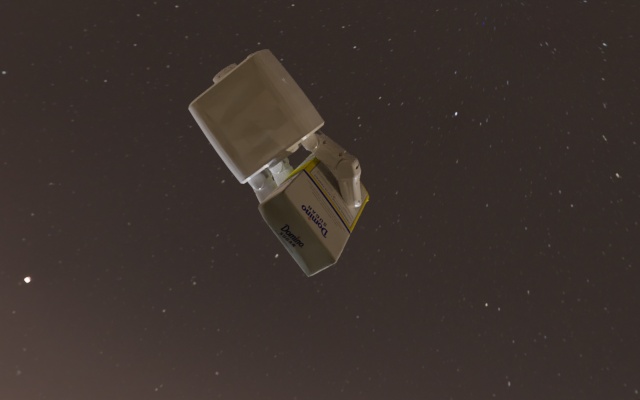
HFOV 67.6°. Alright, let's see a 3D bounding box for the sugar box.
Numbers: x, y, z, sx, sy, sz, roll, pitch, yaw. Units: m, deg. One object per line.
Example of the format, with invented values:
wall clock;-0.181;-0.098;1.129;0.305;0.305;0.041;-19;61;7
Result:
sugar box;0.000;0.002;0.551;0.048;0.093;0.176;-31;10;29
